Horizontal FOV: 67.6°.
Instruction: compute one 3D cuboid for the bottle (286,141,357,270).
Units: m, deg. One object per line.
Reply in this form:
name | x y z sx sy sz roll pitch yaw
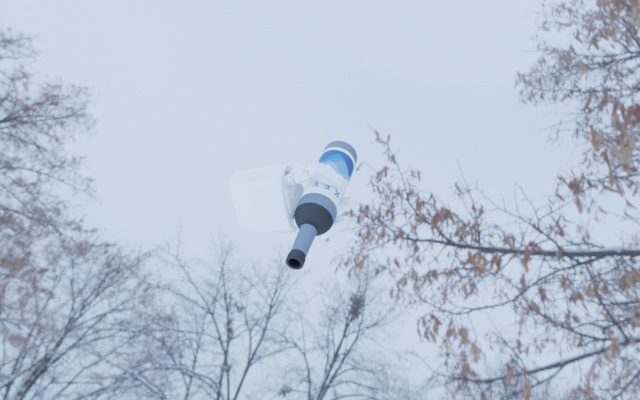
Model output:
bottle | 0.000 0.002 0.803 0.069 0.069 0.295 0 37 19
